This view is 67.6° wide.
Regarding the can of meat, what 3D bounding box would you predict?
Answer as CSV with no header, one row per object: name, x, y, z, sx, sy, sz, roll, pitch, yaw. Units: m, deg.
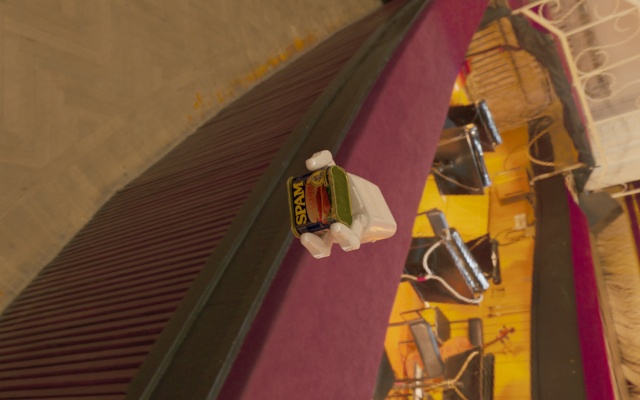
can of meat,0.000,0.002,0.747,0.084,0.102,0.057,-17,-20,31
